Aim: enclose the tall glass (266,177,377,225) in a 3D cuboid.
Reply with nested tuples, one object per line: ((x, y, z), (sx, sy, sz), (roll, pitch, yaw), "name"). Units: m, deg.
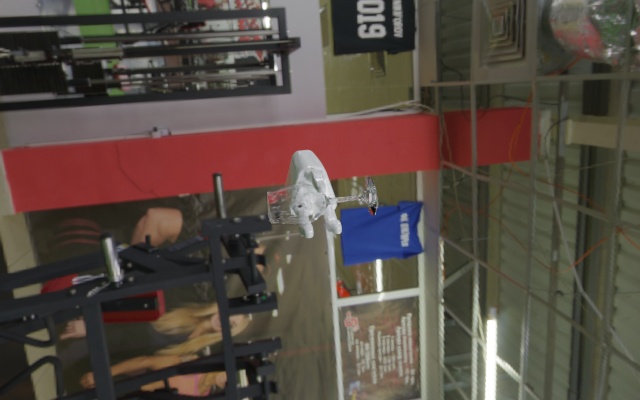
((0.001, 0.003, 0.900), (0.201, 0.079, 0.079), (-7, 1, -10), "tall glass")
